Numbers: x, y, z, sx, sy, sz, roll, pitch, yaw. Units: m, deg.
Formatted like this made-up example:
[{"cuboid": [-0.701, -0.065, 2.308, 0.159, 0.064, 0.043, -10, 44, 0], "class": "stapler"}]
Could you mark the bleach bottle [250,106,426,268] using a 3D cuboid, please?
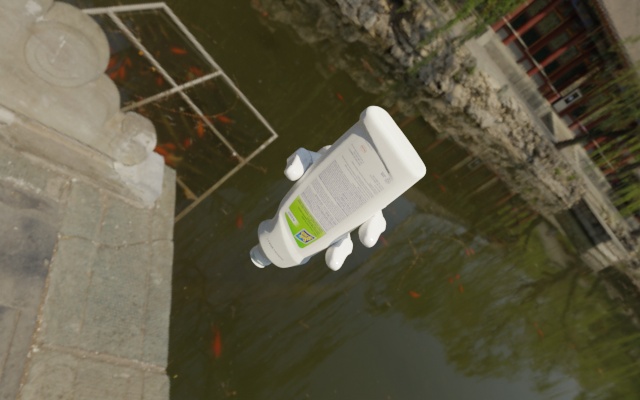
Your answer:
[{"cuboid": [0.000, 0.002, 0.587, 0.251, 0.102, 0.068, -38, -8, 26], "class": "bleach bottle"}]
